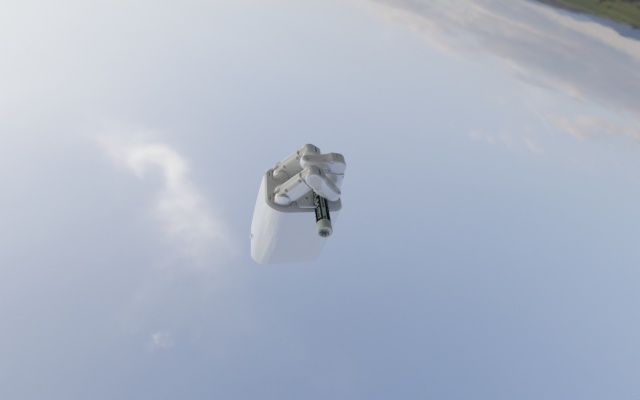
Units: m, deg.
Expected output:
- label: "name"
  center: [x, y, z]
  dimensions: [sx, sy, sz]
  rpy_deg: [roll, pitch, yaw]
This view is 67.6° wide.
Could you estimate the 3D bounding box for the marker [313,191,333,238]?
- label: "marker"
  center: [0.000, 0.002, 0.625]
  dimensions: [0.020, 0.020, 0.121]
  rpy_deg: [0, 38, -7]
